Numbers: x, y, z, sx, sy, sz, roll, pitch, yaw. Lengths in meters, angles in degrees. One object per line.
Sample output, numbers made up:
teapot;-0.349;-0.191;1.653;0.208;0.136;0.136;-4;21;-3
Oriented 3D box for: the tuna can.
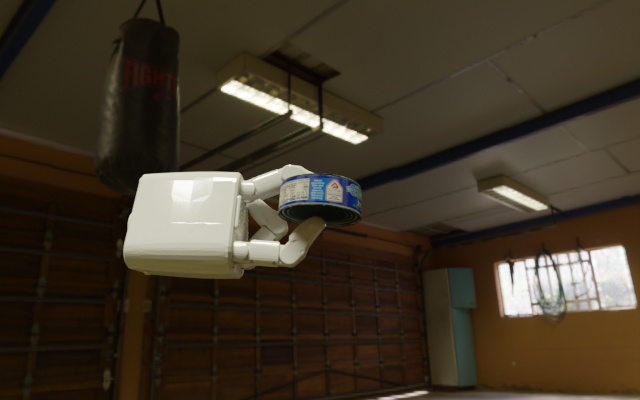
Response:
tuna can;0.000;0.001;0.491;0.086;0.033;0.086;3;-17;1
